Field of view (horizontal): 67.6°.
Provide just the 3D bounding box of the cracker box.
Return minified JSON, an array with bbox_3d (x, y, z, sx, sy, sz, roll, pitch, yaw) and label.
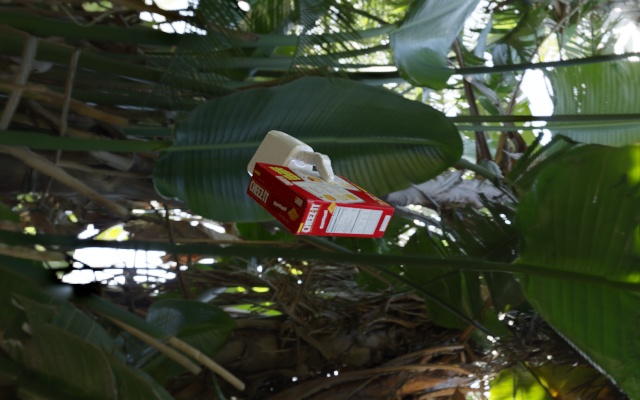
[{"bbox_3d":[0.000,0.003,0.862,0.214,0.072,0.164,5,21,-42],"label":"cracker box"}]
